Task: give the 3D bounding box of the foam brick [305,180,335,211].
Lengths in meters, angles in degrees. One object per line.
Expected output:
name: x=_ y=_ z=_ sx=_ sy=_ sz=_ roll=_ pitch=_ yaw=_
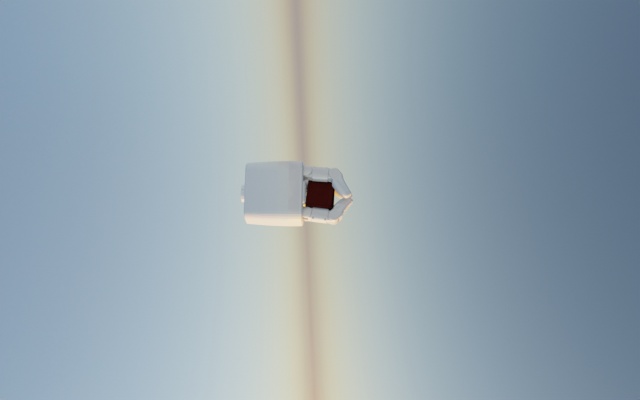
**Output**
foam brick: x=0.000 y=0.003 z=0.900 sx=0.051 sy=0.053 sz=0.078 roll=4 pitch=-26 yaw=2
